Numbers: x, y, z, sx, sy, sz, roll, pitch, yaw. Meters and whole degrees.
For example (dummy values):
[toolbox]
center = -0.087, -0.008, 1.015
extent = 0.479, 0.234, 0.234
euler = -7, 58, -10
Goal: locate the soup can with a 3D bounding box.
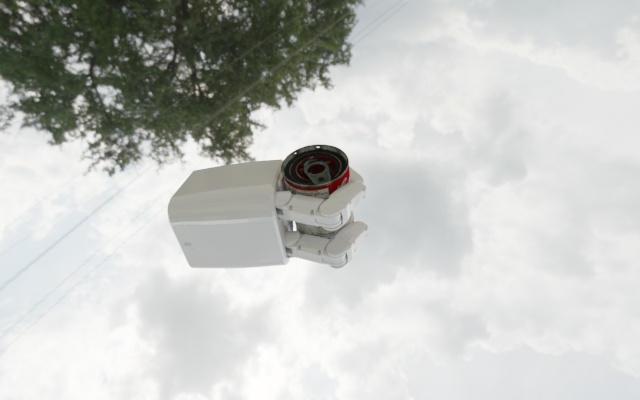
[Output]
[soup can]
center = 0.001, 0.002, 0.505
extent = 0.068, 0.102, 0.068
euler = -5, 41, 4
